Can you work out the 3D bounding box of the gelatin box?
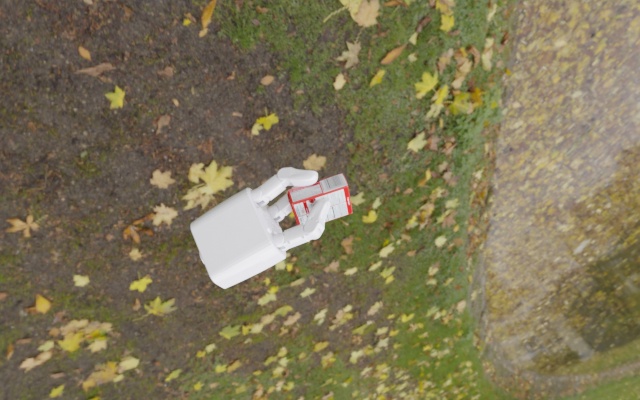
[{"bbox_3d":[0.001,0.003,0.719,0.089,0.030,0.073,-18,-36,-2],"label":"gelatin box"}]
